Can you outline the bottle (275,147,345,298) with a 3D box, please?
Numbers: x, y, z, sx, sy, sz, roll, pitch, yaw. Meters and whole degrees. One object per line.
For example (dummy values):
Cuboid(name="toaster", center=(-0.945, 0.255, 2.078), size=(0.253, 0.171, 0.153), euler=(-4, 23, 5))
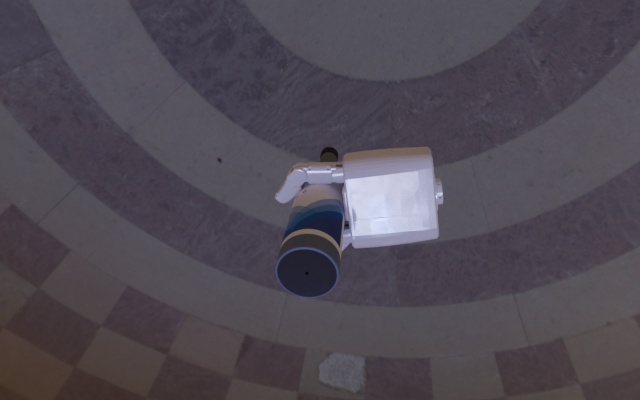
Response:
Cuboid(name="bottle", center=(0.000, 0.002, 0.616), size=(0.069, 0.069, 0.295), euler=(0, 30, 6))
